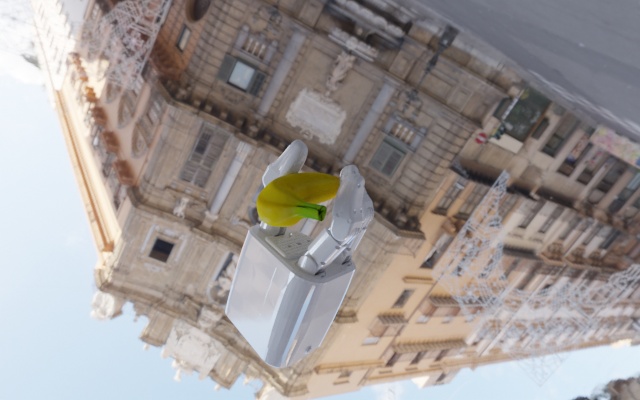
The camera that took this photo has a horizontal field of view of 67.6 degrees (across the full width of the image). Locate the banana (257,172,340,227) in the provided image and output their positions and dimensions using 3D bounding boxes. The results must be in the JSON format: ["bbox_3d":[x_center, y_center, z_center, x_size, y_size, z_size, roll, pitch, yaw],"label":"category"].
[{"bbox_3d":[-0.019,-0.002,0.455,0.069,0.037,0.197,13,12,5],"label":"banana"}]
